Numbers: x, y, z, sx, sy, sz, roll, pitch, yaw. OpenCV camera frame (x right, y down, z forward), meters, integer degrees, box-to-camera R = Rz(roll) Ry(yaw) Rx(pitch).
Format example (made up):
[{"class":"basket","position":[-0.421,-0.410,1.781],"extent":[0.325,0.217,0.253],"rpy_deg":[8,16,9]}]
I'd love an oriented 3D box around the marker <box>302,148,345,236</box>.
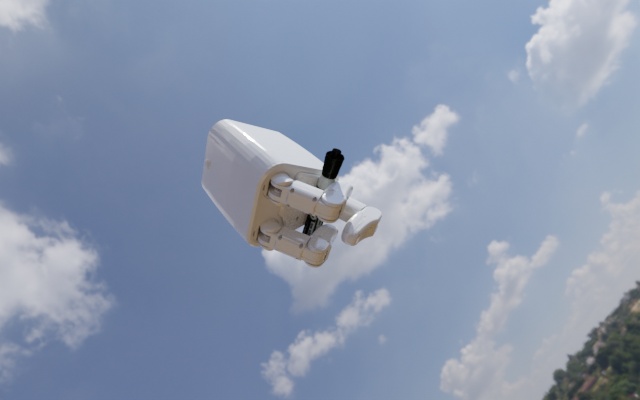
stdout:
[{"class":"marker","position":[0.000,0.002,0.488],"extent":[0.020,0.121,0.020],"rpy_deg":[13,31,-8]}]
